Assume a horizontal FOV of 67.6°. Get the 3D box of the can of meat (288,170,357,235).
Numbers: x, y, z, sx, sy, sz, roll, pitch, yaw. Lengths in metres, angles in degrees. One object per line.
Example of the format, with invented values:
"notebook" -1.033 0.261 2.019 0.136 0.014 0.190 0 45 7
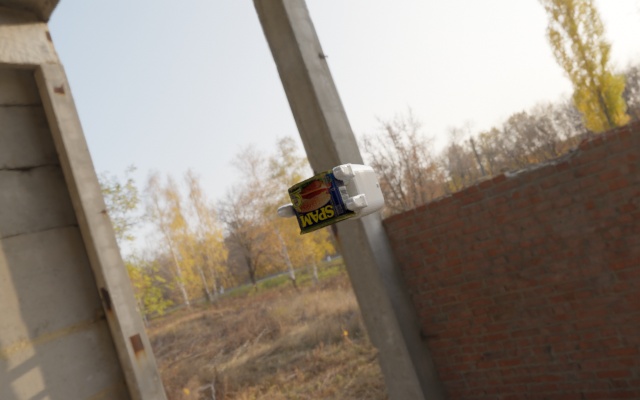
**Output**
"can of meat" 0.000 0.002 0.808 0.102 0.084 0.057 -22 -6 33
